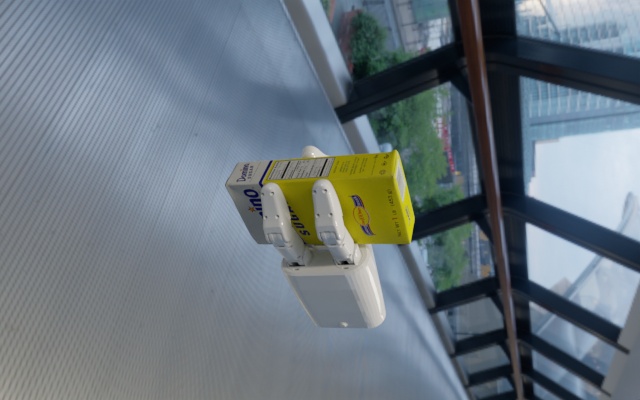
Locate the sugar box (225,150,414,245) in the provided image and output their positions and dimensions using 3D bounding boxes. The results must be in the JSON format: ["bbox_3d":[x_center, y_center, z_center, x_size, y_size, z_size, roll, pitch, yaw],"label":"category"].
[{"bbox_3d":[0.000,0.002,0.490,0.176,0.093,0.048,-5,41,20],"label":"sugar box"}]
